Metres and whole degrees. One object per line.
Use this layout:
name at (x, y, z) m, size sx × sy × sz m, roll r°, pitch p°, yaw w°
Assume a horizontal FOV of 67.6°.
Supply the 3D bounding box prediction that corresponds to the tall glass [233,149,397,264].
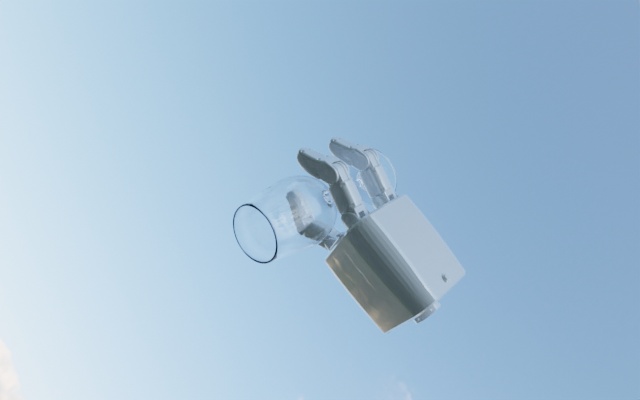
tall glass at (0.000, 0.001, 0.526) m, size 0.079 × 0.079 × 0.201 m, roll 0°, pitch 18°, yaw 43°
